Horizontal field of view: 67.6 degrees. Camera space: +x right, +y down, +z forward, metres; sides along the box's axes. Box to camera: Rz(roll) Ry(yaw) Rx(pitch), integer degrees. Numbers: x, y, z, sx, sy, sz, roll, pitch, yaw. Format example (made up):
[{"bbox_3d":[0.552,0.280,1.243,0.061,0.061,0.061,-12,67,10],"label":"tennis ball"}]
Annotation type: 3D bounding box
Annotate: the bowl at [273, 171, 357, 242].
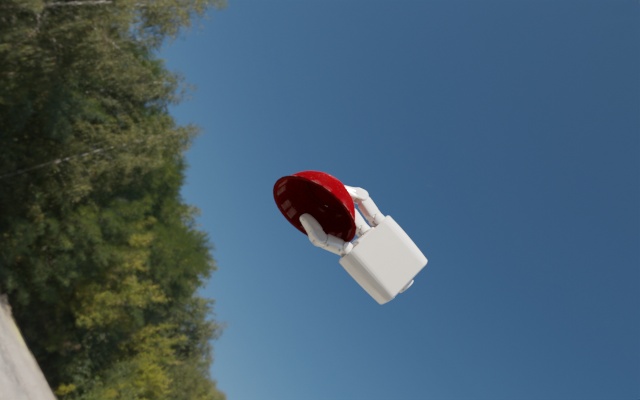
[{"bbox_3d":[-0.001,0.001,0.815,0.162,0.162,0.055,0,43,42],"label":"bowl"}]
